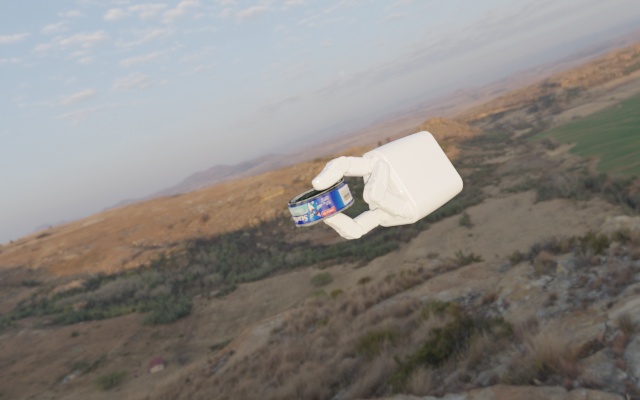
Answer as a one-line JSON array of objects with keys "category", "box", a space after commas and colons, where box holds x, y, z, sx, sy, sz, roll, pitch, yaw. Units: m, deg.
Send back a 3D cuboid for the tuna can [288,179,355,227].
[{"category": "tuna can", "box": [0.000, 0.002, 0.640, 0.086, 0.034, 0.086, -23, 9, 4]}]
